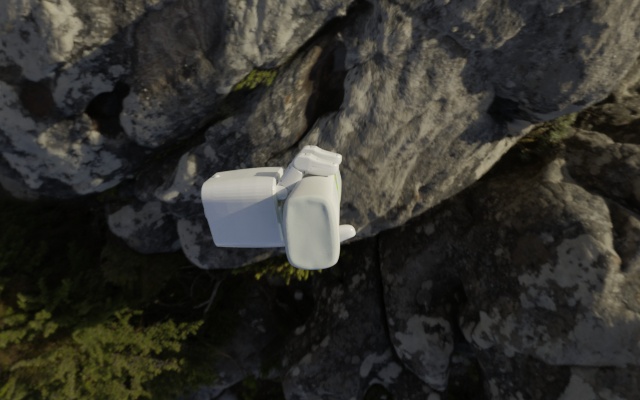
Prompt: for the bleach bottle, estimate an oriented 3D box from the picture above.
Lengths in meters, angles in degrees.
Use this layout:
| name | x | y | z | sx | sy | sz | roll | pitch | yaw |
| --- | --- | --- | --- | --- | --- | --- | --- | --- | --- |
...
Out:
| name | x | y | z | sx | sy | sz | roll | pitch | yaw |
| --- | --- | --- | --- | --- | --- | --- | --- | --- | --- |
| bleach bottle | 0.000 | 0.002 | 0.696 | 0.068 | 0.102 | 0.250 | -3 | 17 | 7 |
